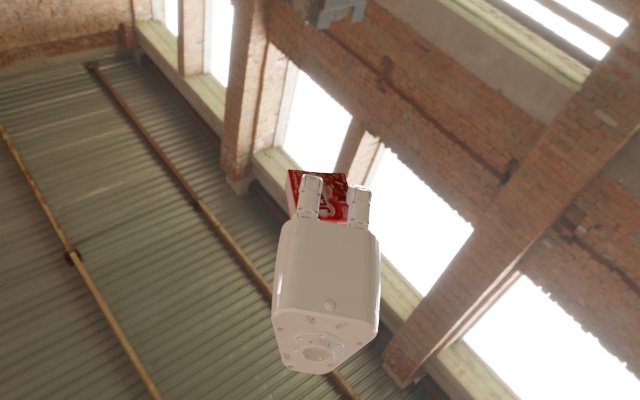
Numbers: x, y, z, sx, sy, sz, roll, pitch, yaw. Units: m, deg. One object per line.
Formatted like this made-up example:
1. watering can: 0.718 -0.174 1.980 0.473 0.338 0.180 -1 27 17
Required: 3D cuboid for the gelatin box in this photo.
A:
1. gelatin box: 0.000 0.002 0.559 0.073 0.030 0.089 3 40 -16
